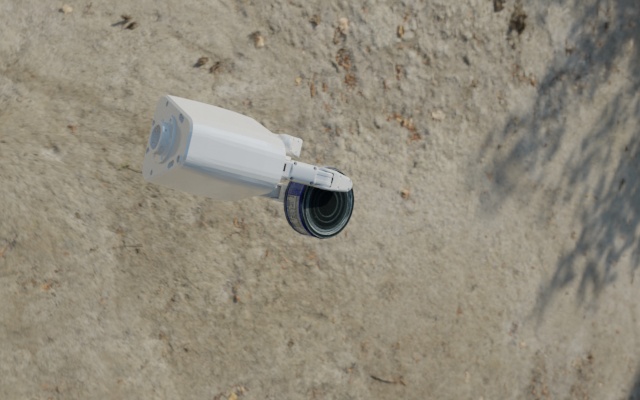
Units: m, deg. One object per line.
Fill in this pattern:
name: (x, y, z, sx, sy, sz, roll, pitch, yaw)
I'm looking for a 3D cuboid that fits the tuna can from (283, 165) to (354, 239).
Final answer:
tuna can: (0.001, 0.002, 0.566, 0.086, 0.086, 0.033, 0, 7, -42)
